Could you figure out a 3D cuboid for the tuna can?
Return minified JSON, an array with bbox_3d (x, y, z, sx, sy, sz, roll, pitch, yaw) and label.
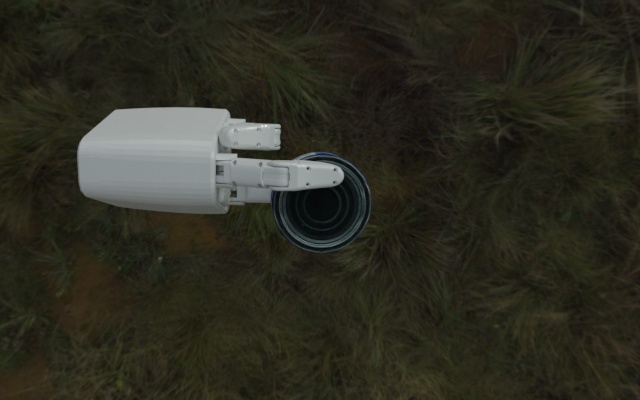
[{"bbox_3d":[0.000,0.001,0.412,0.086,0.086,0.033,0,7,-6],"label":"tuna can"}]
